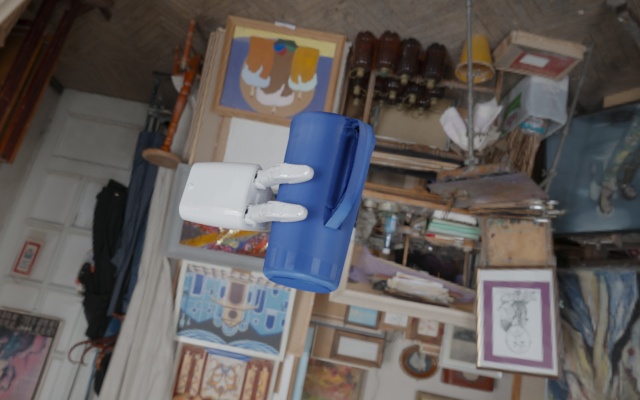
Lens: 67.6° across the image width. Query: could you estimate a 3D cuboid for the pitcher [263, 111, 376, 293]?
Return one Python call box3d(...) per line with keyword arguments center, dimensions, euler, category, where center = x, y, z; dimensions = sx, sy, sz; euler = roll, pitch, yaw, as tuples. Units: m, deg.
box3d(center=(0.000, 0.002, 0.683), dimensions=(0.145, 0.242, 0.149), euler=(6, -19, 18), category="pitcher")
